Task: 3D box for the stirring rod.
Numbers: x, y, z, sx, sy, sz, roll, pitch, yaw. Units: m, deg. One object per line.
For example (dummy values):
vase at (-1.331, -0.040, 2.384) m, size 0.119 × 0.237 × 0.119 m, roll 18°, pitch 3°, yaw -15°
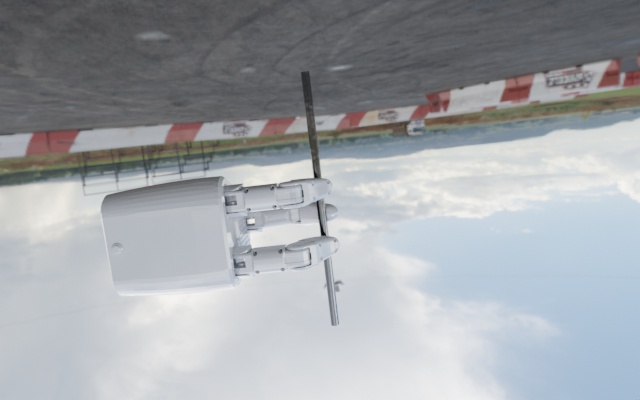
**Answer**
stirring rod at (0.000, 0.001, 0.449) m, size 0.011 × 0.239 × 0.011 m, roll -7°, pitch 7°, yaw 1°
